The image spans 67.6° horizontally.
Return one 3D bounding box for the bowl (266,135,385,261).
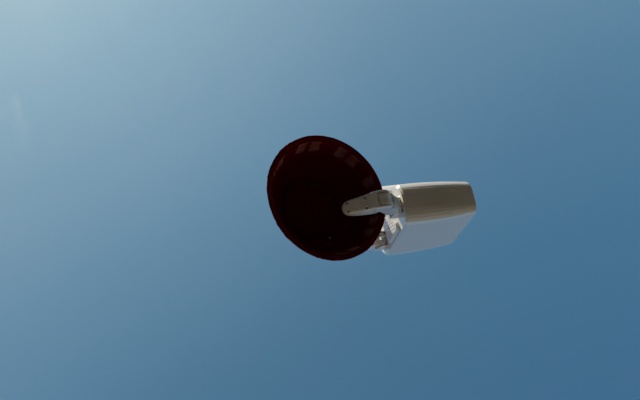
[{"bbox_3d":[-0.001,0.002,0.603,0.162,0.162,0.055,0,-18,-27],"label":"bowl"}]
